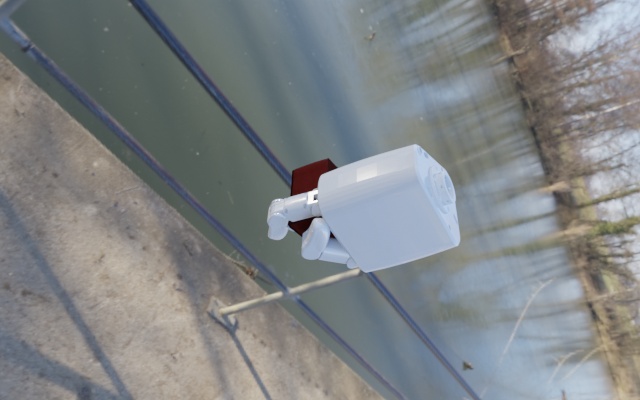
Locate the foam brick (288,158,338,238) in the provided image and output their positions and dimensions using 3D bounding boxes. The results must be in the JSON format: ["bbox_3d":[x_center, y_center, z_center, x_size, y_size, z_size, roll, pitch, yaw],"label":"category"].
[{"bbox_3d":[0.000,0.002,0.539,0.051,0.078,0.053,-19,-41,28],"label":"foam brick"}]
